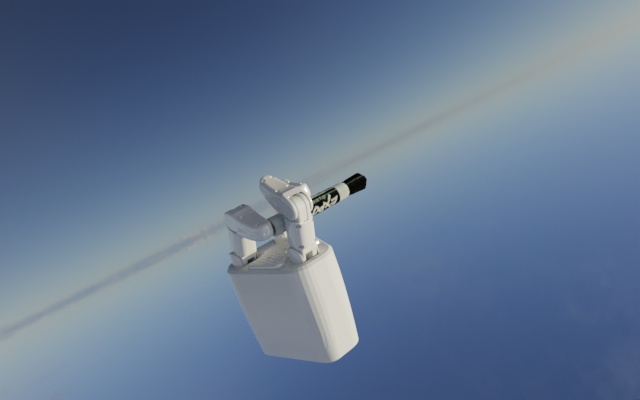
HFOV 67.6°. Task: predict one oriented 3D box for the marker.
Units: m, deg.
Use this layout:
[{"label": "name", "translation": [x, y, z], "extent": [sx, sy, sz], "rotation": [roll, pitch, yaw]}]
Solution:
[{"label": "marker", "translation": [0.000, 0.001, 0.470], "extent": [0.121, 0.020, 0.020], "rotation": [-28, 15, -32]}]
